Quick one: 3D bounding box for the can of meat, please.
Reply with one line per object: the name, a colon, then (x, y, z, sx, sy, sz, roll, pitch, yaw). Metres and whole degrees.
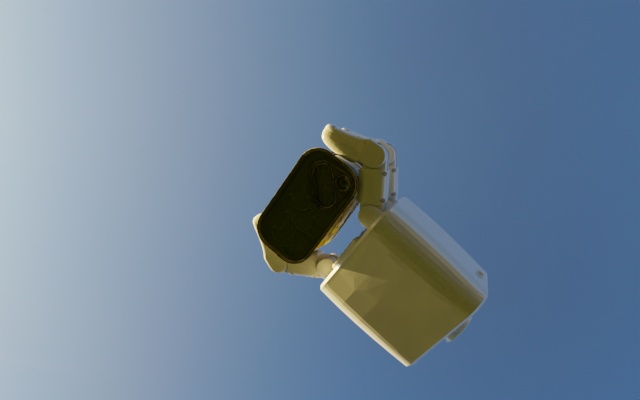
can of meat: (0.000, 0.001, 0.443, 0.057, 0.102, 0.084, 39, 17, 11)
